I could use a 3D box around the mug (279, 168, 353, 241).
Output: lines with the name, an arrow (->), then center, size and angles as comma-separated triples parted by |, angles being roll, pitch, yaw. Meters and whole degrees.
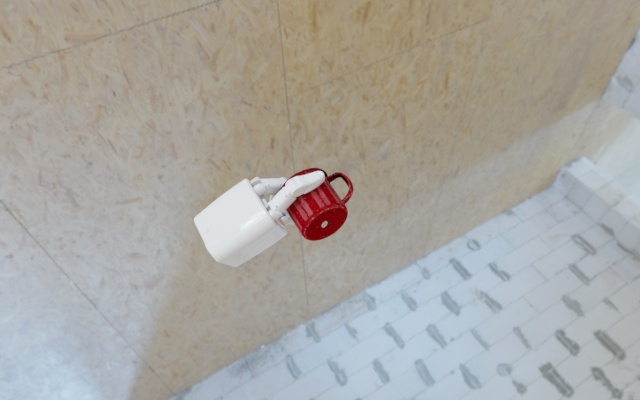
mug -> 0.001, 0.002, 0.754 | 0.117, 0.081, 0.093 | -35, -32, 0
